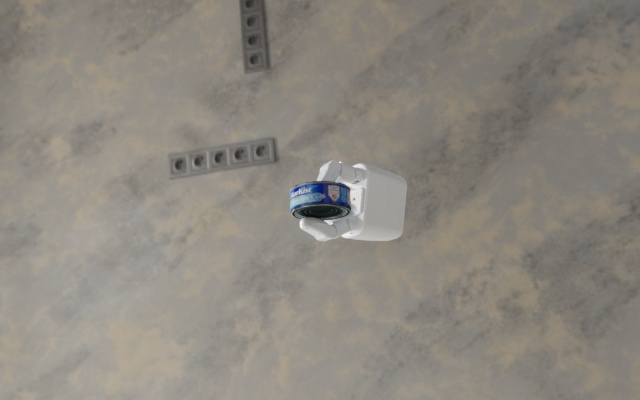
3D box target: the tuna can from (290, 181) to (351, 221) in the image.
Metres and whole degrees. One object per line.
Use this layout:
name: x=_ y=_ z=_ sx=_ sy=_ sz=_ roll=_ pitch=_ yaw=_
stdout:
tuna can: x=0.000 y=0.003 z=0.665 sx=0.086 sy=0.033 sz=0.086 roll=-2 pitch=-17 yaw=-1
